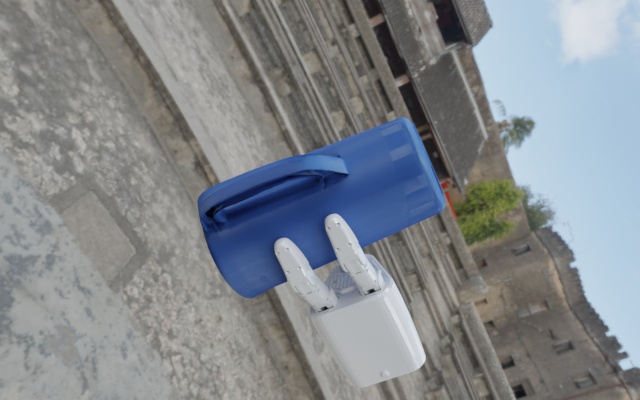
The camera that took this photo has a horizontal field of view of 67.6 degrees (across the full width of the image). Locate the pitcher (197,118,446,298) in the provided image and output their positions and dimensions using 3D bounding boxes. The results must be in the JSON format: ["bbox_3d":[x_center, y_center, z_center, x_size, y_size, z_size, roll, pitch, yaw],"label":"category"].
[{"bbox_3d":[0.000,0.002,0.513,0.243,0.145,0.149,-23,15,12],"label":"pitcher"}]
